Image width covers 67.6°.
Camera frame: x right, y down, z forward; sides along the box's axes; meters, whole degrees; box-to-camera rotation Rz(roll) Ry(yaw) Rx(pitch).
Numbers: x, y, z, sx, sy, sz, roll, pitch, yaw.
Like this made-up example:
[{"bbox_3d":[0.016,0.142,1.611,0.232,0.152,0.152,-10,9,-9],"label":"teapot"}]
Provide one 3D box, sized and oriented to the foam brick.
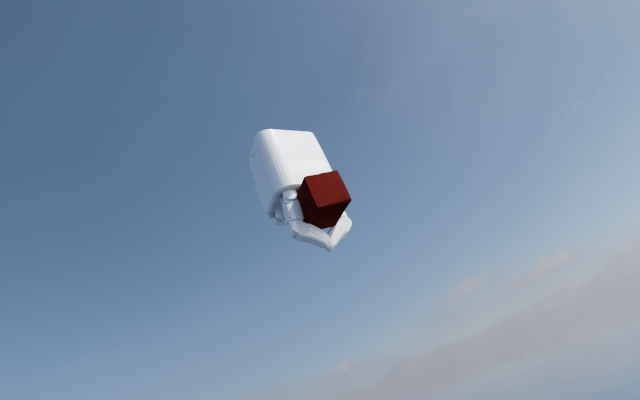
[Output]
[{"bbox_3d":[0.000,0.002,0.663,0.053,0.051,0.078,-12,-25,-23],"label":"foam brick"}]
